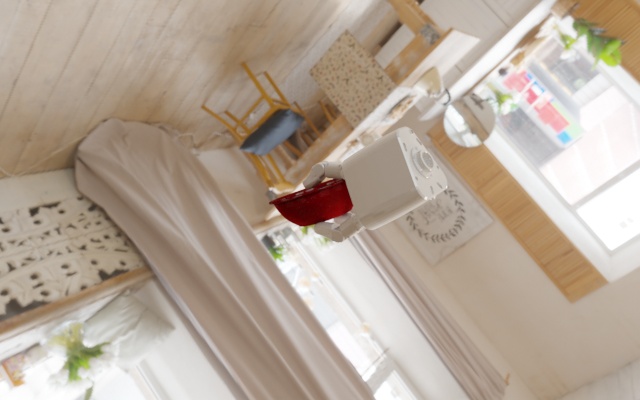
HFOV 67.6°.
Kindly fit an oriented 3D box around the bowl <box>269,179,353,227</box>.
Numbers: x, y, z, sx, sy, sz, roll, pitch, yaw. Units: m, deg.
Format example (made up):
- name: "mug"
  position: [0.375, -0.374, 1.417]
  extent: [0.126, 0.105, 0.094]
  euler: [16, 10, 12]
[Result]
- name: "bowl"
  position: [-0.001, 0.003, 0.783]
  extent: [0.162, 0.055, 0.162]
  euler: [-18, 5, 2]
